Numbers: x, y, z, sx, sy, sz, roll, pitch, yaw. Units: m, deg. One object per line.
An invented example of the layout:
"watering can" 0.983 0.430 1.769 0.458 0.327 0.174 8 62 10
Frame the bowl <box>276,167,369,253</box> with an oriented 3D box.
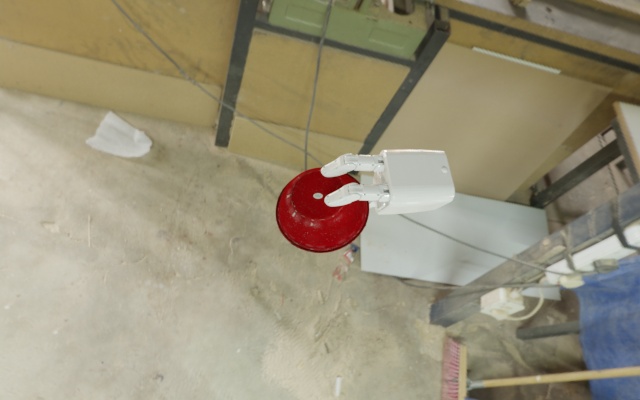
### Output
"bowl" -0.001 0.003 0.791 0.162 0.162 0.055 0 -27 7
